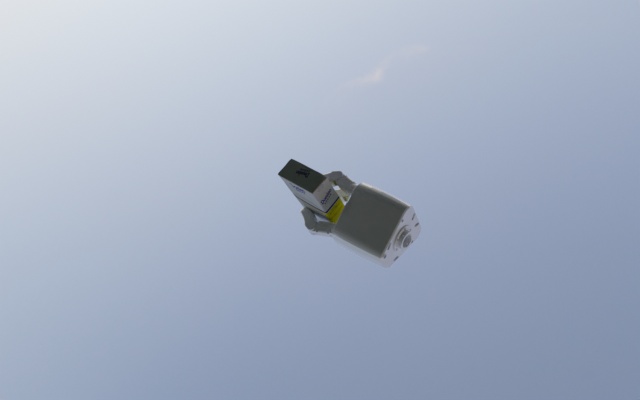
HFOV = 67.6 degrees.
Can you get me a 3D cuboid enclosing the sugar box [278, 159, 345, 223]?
[{"bbox_3d":[0.001,0.003,0.874,0.093,0.048,0.176,30,-18,37],"label":"sugar box"}]
